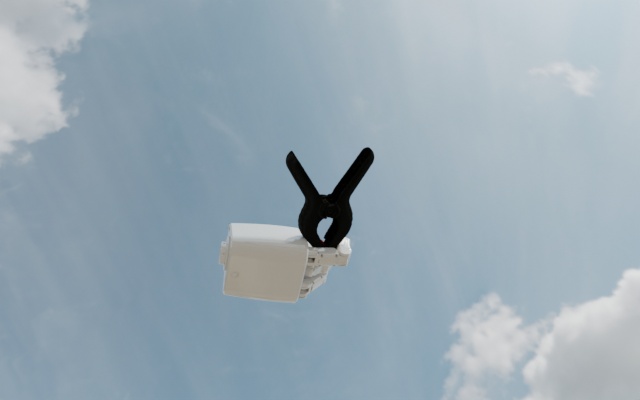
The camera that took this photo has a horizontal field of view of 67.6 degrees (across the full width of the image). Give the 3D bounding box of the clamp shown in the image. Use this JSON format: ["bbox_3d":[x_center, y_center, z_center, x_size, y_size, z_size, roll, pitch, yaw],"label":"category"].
[{"bbox_3d":[0.000,0.002,0.657,0.120,0.171,0.039,6,24,-15],"label":"clamp"}]
